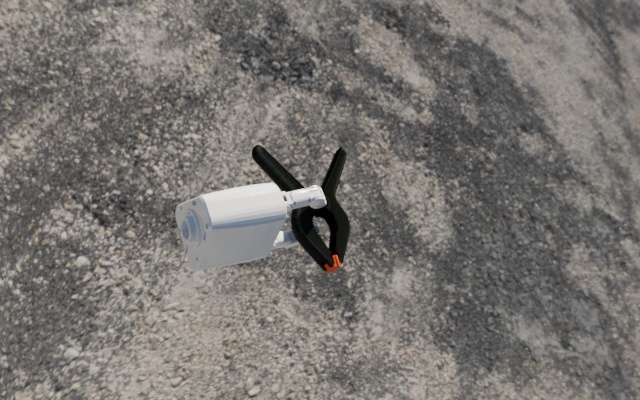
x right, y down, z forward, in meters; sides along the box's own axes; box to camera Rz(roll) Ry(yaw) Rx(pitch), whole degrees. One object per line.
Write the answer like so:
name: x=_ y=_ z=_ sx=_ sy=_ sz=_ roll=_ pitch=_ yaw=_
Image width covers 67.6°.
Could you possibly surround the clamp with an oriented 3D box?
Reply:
clamp: x=0.000 y=0.003 z=0.721 sx=0.164 sy=0.210 sz=0.036 roll=-11 pitch=-19 yaw=-34
